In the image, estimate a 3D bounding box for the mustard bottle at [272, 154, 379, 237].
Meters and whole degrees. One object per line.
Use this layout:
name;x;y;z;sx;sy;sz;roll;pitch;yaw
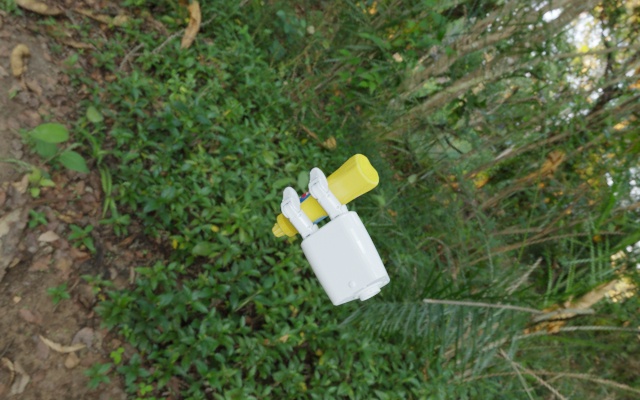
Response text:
mustard bottle;0.000;0.002;0.765;0.192;0.058;0.096;-35;4;18
